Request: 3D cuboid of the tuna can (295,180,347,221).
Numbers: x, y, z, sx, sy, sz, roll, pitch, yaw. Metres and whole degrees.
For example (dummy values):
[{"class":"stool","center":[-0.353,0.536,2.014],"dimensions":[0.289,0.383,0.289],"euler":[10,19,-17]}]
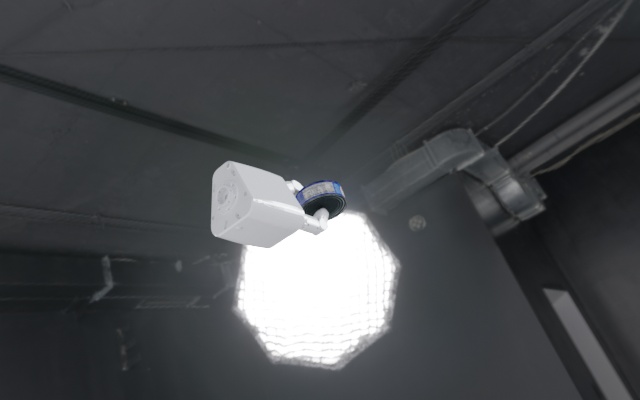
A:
[{"class":"tuna can","center":[0.000,0.002,0.816],"dimensions":[0.086,0.033,0.086],"euler":[-13,-32,-8]}]
